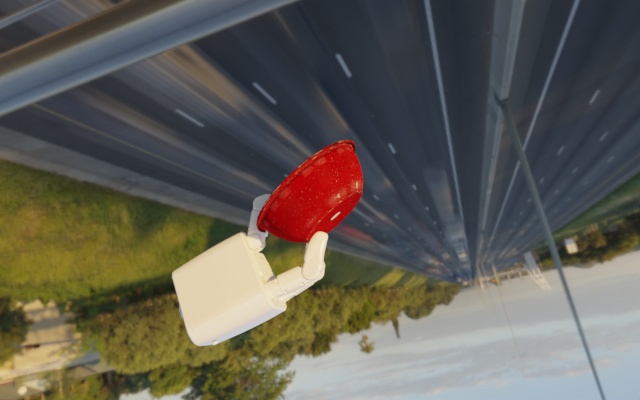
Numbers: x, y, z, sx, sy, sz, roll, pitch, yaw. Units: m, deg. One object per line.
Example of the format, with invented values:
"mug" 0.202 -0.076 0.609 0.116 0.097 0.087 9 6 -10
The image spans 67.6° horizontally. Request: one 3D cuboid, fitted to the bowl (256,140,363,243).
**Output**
"bowl" 0.001 0.001 0.591 0.162 0.055 0.162 -40 -15 -13
